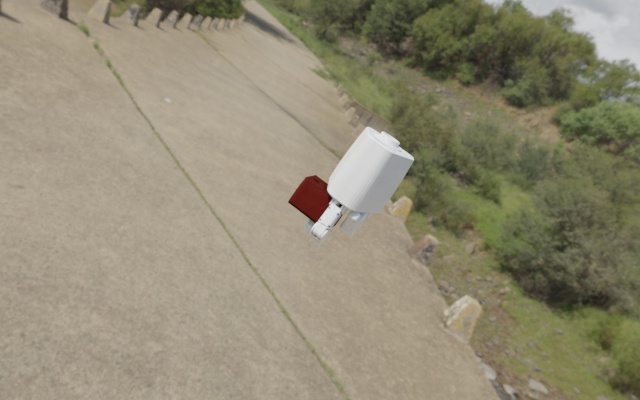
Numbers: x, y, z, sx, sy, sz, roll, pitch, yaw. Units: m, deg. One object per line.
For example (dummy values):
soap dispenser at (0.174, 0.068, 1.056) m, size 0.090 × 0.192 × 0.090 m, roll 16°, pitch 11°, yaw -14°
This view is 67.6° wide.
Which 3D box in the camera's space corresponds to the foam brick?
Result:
foam brick at (0.000, 0.002, 0.757) m, size 0.078 × 0.051 × 0.053 m, roll 37°, pitch 18°, yaw 11°
